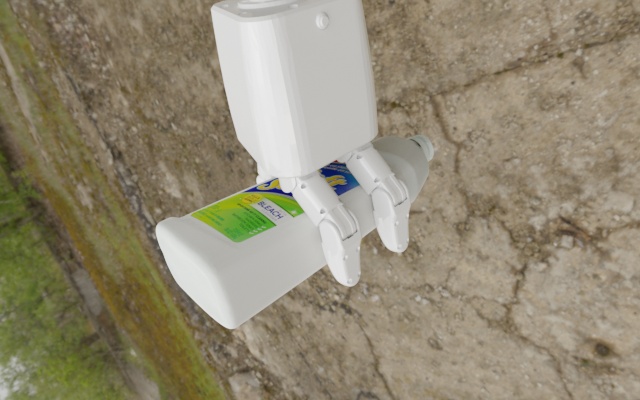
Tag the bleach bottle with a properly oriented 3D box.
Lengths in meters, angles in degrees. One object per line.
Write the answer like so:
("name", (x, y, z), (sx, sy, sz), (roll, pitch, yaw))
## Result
("bleach bottle", (0.000, 0.001, 0.405), (0.250, 0.068, 0.102), (-31, 37, -31))
